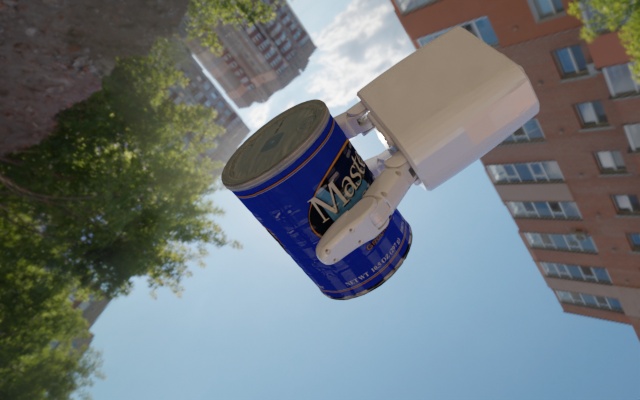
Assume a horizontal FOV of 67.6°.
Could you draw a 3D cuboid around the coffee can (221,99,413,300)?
[{"bbox_3d":[0.000,0.001,0.408,0.103,0.140,0.102,-29,28,17],"label":"coffee can"}]
